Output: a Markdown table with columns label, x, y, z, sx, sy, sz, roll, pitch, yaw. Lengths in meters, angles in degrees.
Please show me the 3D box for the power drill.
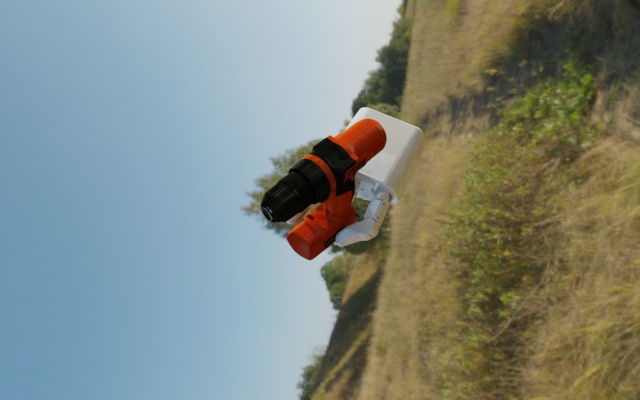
| label | x | y | z | sx | sy | sz | roll | pitch | yaw |
| --- | --- | --- | --- | --- | --- | --- | --- | --- | --- |
| power drill | 0.000 | 0.002 | 0.602 | 0.184 | 0.057 | 0.188 | -37 | -21 | -26 |
